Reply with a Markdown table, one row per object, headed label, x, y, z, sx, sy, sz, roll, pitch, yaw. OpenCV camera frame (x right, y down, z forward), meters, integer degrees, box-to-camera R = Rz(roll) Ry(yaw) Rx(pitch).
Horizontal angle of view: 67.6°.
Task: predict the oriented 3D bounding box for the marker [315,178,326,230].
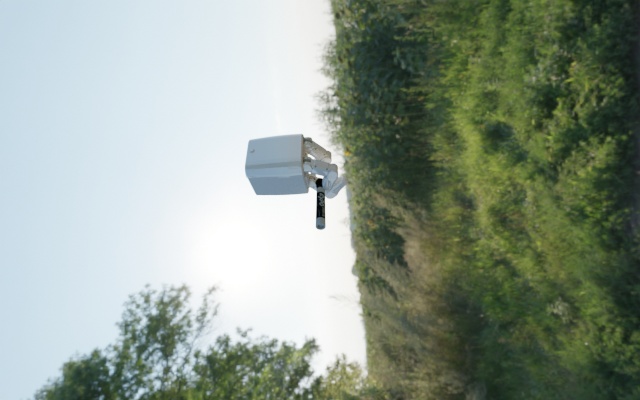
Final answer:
| label | x | y | z | sx | sy | sz | roll | pitch | yaw |
| --- | --- | --- | --- | --- | --- | --- | --- | --- | --- |
| marker | 0.000 | 0.003 | 0.886 | 0.020 | 0.121 | 0.020 | 0 | -43 | 0 |
